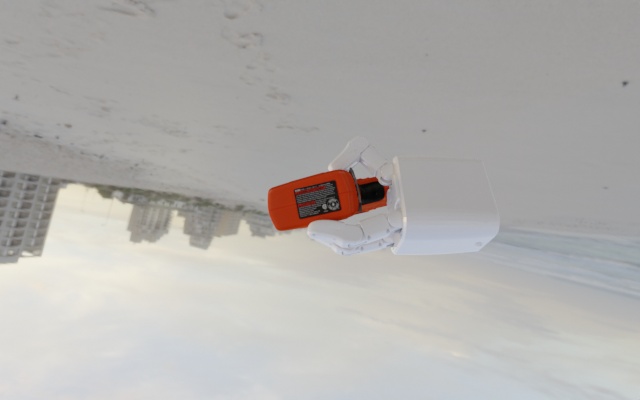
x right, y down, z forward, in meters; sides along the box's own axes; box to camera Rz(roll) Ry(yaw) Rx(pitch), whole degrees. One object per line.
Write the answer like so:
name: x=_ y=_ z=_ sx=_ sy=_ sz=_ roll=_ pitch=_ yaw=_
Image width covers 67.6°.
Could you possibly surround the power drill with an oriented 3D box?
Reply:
power drill: x=0.000 y=0.002 z=0.624 sx=0.184 sy=0.057 sz=0.187 roll=-15 pitch=-2 yaw=16
